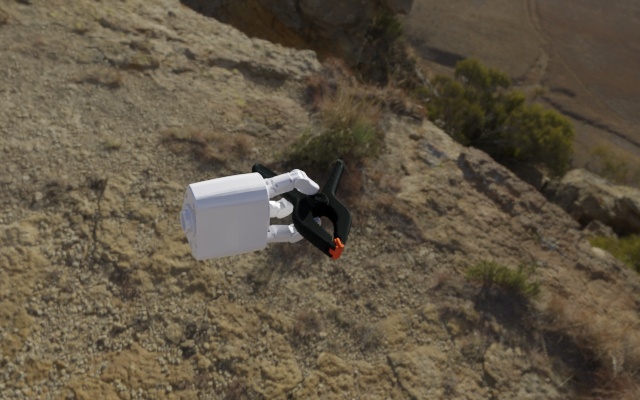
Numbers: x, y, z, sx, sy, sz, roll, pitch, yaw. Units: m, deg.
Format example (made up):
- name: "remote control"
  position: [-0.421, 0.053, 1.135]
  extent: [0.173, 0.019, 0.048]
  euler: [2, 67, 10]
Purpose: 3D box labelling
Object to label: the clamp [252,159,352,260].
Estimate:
- name: "clamp"
  position: [0.000, 0.002, 0.763]
  extent: [0.164, 0.036, 0.210]
  euler: [-11, 49, -27]
